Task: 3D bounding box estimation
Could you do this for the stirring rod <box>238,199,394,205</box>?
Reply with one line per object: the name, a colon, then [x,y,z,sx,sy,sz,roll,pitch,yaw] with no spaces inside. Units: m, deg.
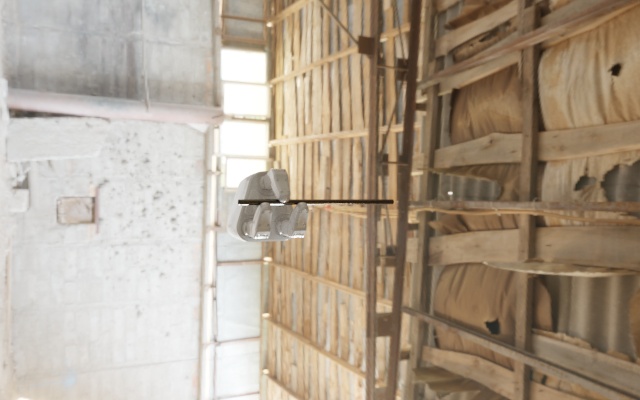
stirring rod: [0.000,0.002,0.693,0.239,0.011,0.011,0,0,-22]
